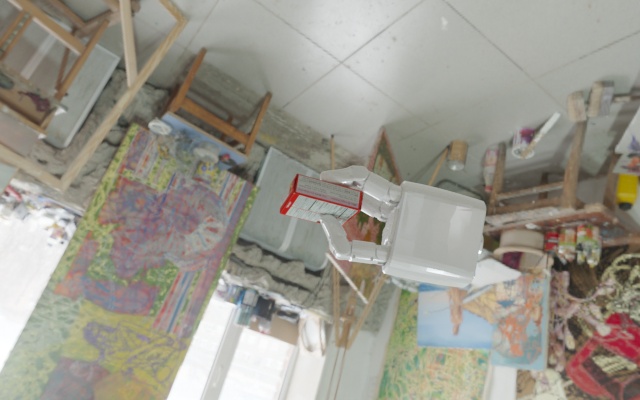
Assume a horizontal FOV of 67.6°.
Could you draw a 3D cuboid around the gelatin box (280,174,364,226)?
[{"bbox_3d":[0.000,0.002,0.606,0.089,0.030,0.073,14,-25,-13],"label":"gelatin box"}]
